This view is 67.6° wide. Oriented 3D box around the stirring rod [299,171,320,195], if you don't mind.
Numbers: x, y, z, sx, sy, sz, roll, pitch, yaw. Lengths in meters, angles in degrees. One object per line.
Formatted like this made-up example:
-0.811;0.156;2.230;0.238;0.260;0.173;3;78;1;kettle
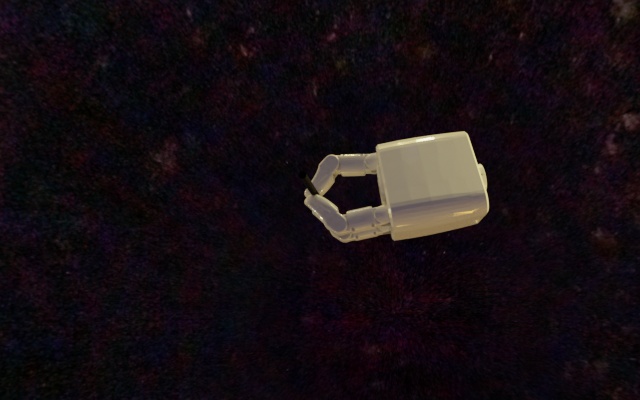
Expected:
0.000;0.002;0.589;0.011;0.011;0.239;0;-13;9;stirring rod
